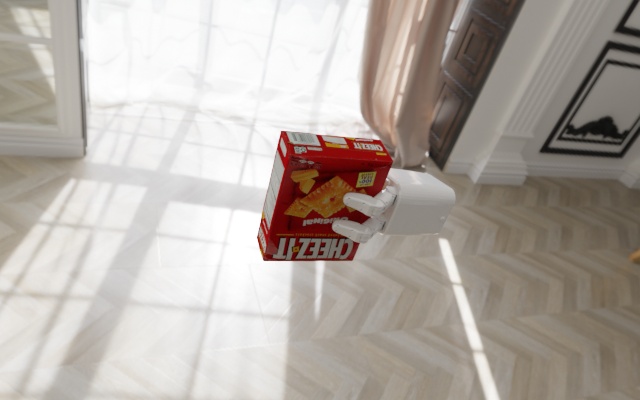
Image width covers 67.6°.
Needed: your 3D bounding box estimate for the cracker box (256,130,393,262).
[{"bbox_3d":[0.000,0.002,0.756,0.164,0.214,0.072,3,38,-20],"label":"cracker box"}]
